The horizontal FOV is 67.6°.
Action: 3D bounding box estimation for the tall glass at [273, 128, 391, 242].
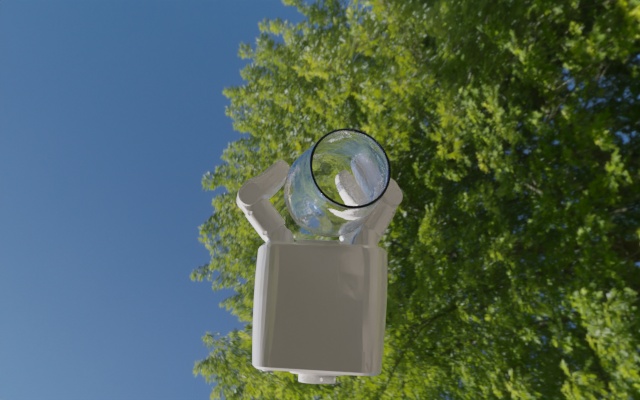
[{"bbox_3d":[0.000,0.001,0.439,0.079,0.079,0.201,0,-15,-13],"label":"tall glass"}]
